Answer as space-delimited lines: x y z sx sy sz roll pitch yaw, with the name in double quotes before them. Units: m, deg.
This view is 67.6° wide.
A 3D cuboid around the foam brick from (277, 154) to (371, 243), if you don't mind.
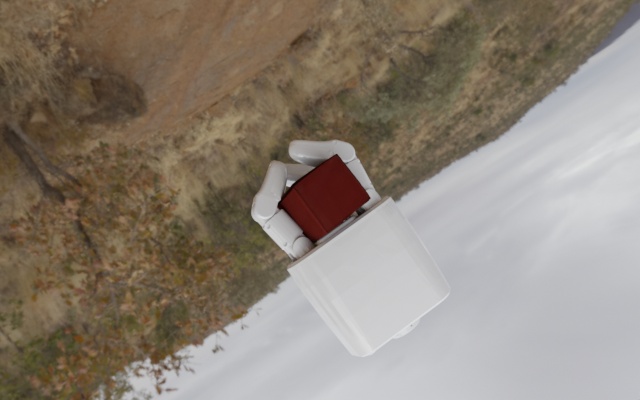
"foam brick" 0.000 0.001 0.436 0.053 0.051 0.078 -37 -1 -21
